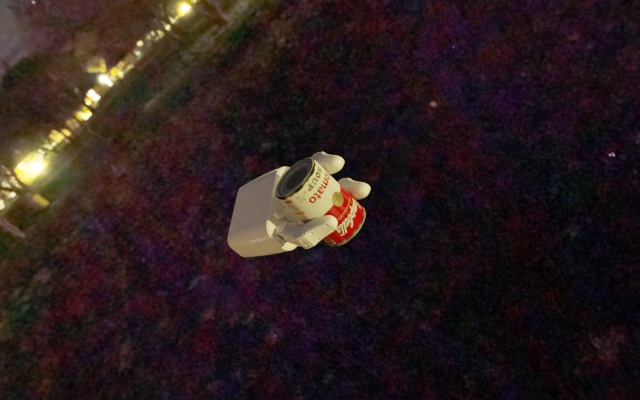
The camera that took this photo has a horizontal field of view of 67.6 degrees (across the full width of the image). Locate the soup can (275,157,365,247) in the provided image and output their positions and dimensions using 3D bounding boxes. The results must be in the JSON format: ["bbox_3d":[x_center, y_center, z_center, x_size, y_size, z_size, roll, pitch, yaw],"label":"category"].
[{"bbox_3d":[0.000,0.002,0.610,0.102,0.068,0.068,44,-23,-26],"label":"soup can"}]
